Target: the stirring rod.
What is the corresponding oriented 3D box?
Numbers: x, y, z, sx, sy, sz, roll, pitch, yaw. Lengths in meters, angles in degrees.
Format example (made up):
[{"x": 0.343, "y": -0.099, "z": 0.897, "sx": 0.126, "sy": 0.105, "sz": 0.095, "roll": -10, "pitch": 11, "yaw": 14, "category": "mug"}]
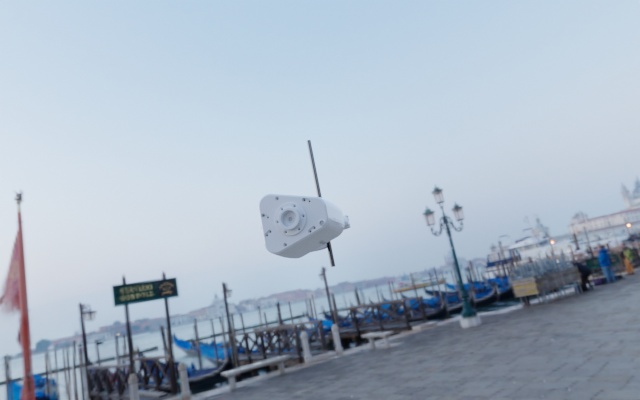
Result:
[{"x": 0.000, "y": 0.003, "z": 0.880, "sx": 0.011, "sy": 0.239, "sz": 0.011, "roll": -11, "pitch": -11, "yaw": -2, "category": "stirring rod"}]
